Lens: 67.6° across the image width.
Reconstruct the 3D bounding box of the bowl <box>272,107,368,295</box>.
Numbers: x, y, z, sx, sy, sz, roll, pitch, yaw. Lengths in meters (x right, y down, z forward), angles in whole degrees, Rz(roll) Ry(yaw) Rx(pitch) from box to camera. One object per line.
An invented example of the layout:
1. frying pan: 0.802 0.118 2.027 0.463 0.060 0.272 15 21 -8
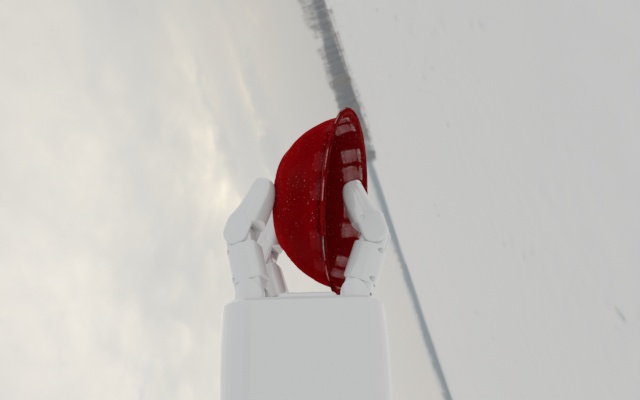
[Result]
1. bowl: 0.000 0.000 0.416 0.055 0.162 0.162 2 1 17
